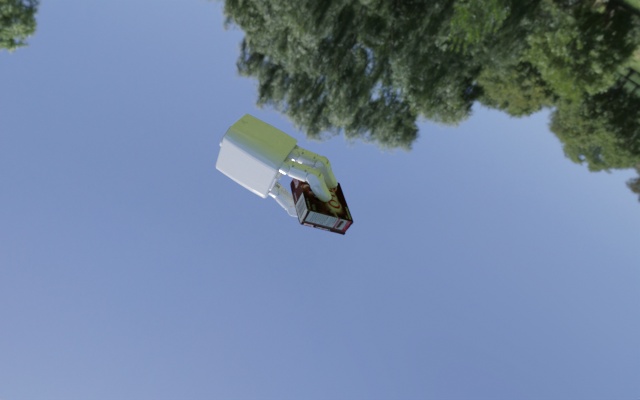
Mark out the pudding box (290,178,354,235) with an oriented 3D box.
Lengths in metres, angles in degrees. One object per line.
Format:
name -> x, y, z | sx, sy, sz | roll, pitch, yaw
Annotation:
pudding box -> 0.000, 0.003, 0.833 | 0.090, 0.039, 0.113 | 14, 37, -25
